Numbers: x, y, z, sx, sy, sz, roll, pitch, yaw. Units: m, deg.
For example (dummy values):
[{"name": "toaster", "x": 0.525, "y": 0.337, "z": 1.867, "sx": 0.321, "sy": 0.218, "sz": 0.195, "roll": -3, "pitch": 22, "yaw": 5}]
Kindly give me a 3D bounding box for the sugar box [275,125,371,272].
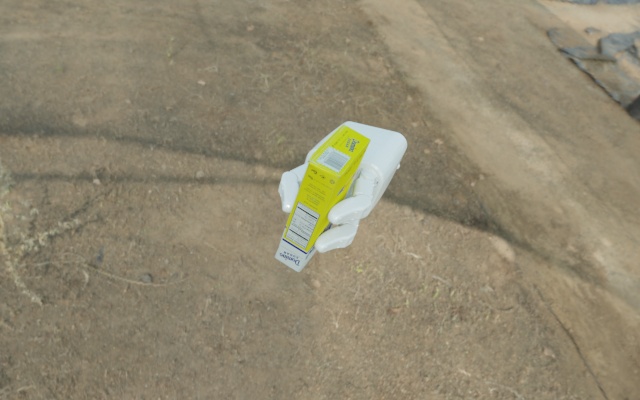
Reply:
[{"name": "sugar box", "x": 0.001, "y": 0.002, "z": 0.594, "sx": 0.048, "sy": 0.176, "sz": 0.093, "roll": 29, "pitch": 44, "yaw": 11}]
